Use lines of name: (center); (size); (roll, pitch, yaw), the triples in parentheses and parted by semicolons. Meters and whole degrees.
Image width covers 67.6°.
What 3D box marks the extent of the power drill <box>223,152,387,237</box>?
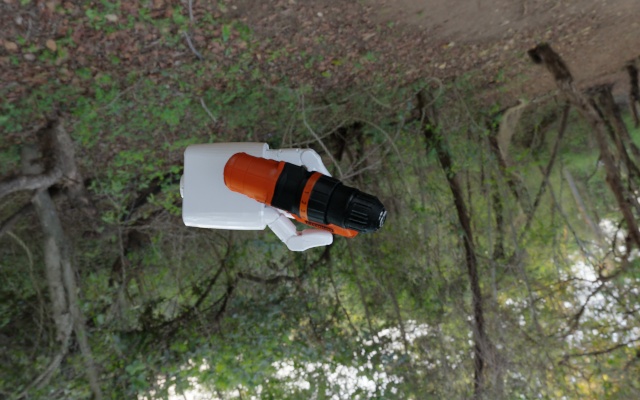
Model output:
power drill: (0.000, 0.002, 0.567); (0.184, 0.057, 0.188); (20, -5, 18)
